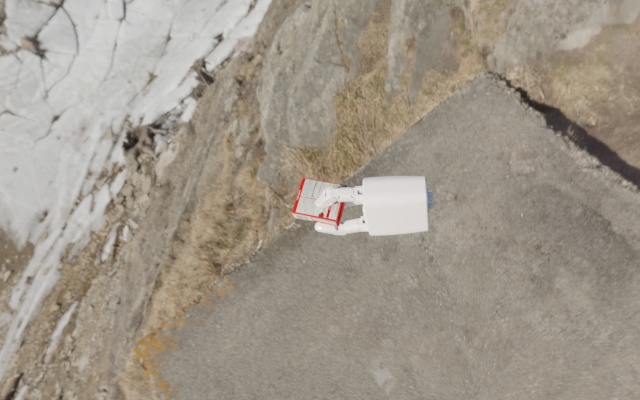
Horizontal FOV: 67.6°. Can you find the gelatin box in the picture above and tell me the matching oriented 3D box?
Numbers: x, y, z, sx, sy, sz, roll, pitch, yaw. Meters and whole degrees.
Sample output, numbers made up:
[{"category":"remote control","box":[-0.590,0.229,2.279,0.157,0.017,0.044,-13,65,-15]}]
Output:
[{"category":"gelatin box","box":[0.000,0.003,0.877,0.089,0.073,0.030,10,-21,14]}]
